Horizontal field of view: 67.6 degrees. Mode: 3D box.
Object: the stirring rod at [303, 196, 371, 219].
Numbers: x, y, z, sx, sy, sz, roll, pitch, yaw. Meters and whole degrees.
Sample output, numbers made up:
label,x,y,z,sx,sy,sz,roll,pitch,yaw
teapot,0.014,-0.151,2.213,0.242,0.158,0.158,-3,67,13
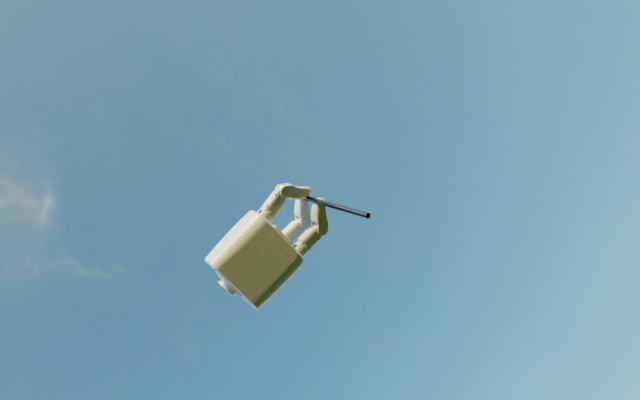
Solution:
label,x,y,z,sx,sy,sz,roll,pitch,yaw
stirring rod,0.000,0.002,0.739,0.011,0.011,0.239,0,9,-33
